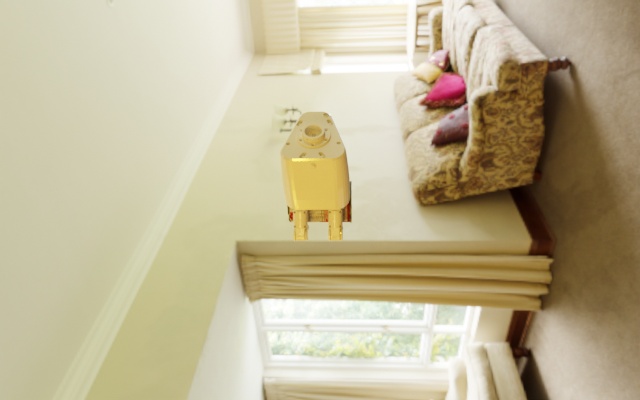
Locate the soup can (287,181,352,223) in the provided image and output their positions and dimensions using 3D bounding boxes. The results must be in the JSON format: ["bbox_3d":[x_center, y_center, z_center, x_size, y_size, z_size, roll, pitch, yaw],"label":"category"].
[{"bbox_3d":[0.000,0.003,0.779,0.102,0.068,0.068,0,0,4],"label":"soup can"}]
